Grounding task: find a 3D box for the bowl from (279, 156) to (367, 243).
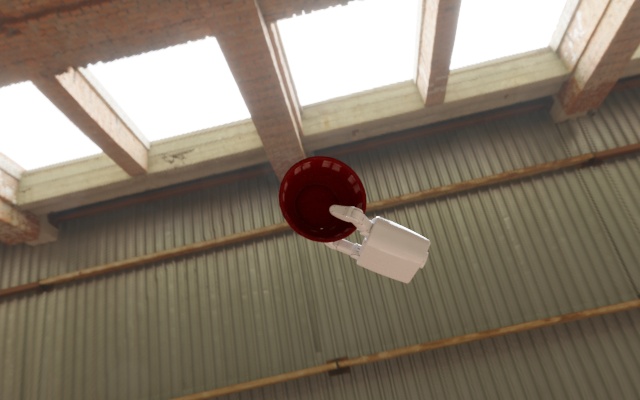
[{"bbox_3d":[-0.001,0.002,0.877,0.162,0.162,0.055,0,-16,-13],"label":"bowl"}]
